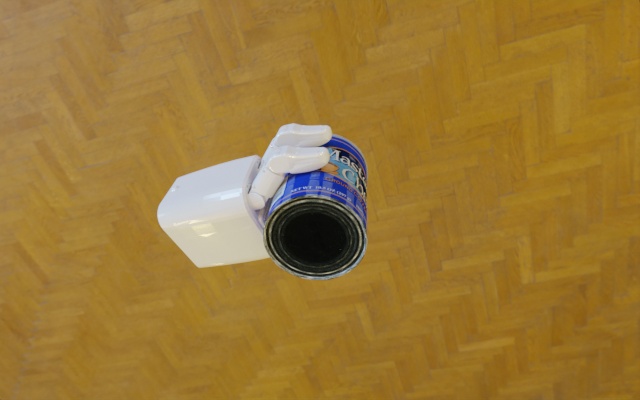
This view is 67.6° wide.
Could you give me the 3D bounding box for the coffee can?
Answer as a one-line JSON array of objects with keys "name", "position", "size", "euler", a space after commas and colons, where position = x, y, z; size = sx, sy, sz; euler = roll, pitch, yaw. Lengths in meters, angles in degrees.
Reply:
[{"name": "coffee can", "position": [0.000, 0.002, 0.520], "size": [0.103, 0.103, 0.140], "euler": [0, 32, 5]}]
